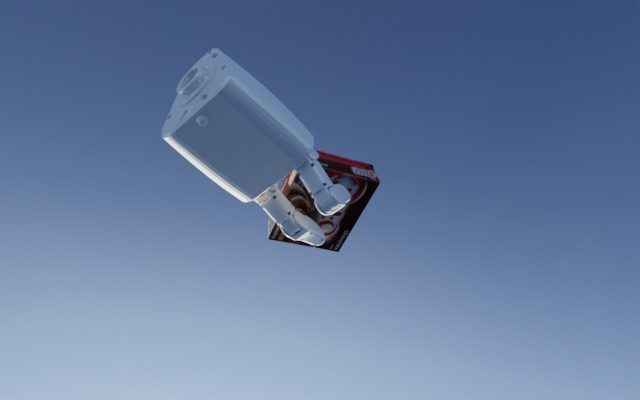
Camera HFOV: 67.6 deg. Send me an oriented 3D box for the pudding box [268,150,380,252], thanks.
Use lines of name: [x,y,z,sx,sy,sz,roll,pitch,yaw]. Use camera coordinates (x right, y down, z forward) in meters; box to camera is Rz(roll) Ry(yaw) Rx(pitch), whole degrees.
pudding box: [0.000,0.002,0.530,0.090,0.113,0.039,13,39,-20]
